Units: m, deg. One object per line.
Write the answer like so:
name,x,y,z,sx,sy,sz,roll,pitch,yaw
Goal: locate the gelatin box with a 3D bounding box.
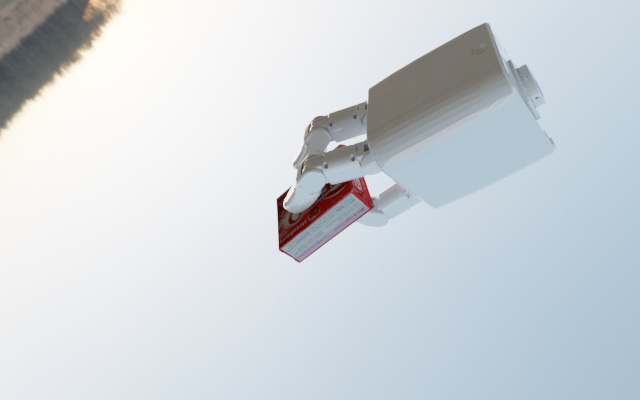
gelatin box,0.000,0.002,0.426,0.089,0.073,0.030,-39,-58,21
